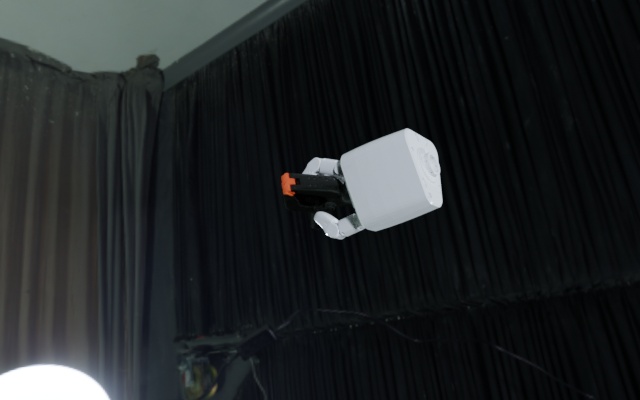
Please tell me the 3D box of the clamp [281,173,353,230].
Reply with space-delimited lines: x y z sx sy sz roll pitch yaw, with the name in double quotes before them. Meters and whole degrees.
"clamp" 0.000 0.003 0.738 0.164 0.036 0.210 -24 -24 34
